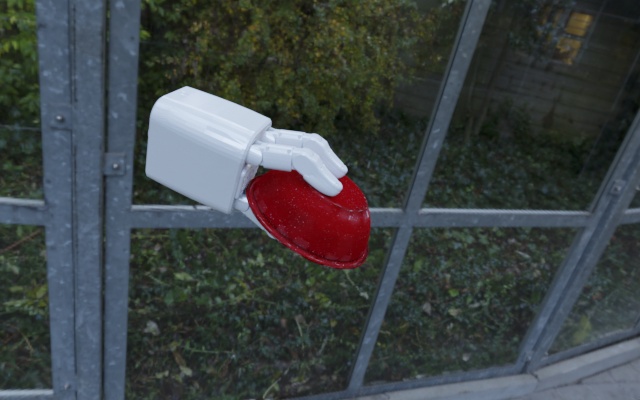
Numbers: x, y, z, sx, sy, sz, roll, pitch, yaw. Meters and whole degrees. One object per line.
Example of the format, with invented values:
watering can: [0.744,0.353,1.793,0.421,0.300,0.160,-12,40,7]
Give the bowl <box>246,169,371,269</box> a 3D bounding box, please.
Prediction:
bowl: [0.001,0.002,0.542,0.162,0.055,0.162,28,25,-14]
